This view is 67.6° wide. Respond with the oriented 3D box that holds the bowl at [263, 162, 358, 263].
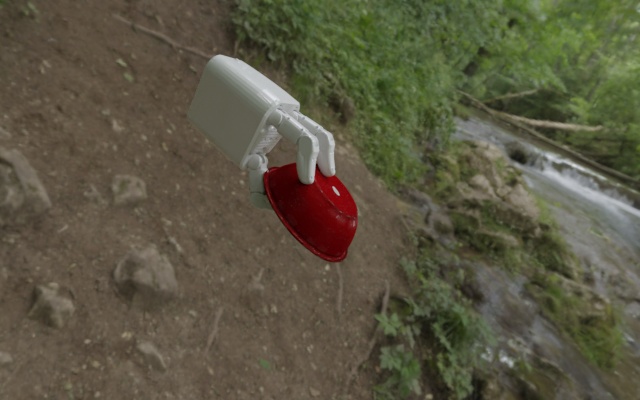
[{"bbox_3d":[0.001,0.003,0.642,0.055,0.162,0.162,-39,-16,20],"label":"bowl"}]
